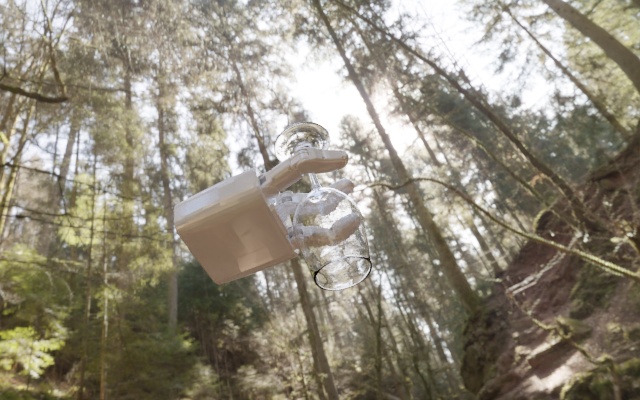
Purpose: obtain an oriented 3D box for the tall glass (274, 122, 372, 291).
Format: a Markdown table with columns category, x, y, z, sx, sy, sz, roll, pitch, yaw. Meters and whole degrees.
| category | x | y | z | sx | sy | sz | roll | pitch | yaw |
| --- | --- | --- | --- | --- | --- | --- | --- | --- | --- |
| tall glass | 0.000 | 0.001 | 0.546 | 0.079 | 0.201 | 0.079 | -11 | -40 | -9 |
